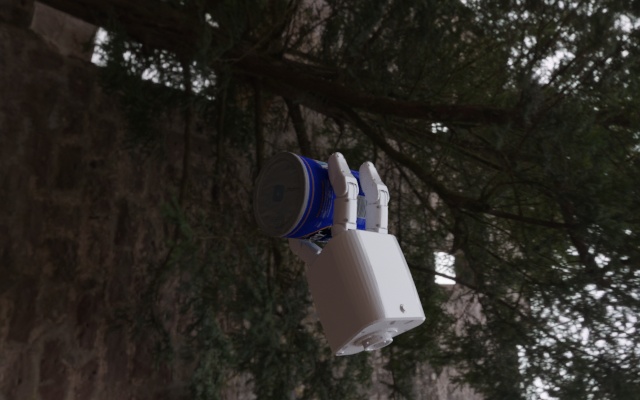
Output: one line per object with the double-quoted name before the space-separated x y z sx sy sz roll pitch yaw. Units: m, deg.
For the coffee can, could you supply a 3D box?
"coffee can" 0.000 0.002 0.611 0.140 0.103 0.103 11 -7 -41
